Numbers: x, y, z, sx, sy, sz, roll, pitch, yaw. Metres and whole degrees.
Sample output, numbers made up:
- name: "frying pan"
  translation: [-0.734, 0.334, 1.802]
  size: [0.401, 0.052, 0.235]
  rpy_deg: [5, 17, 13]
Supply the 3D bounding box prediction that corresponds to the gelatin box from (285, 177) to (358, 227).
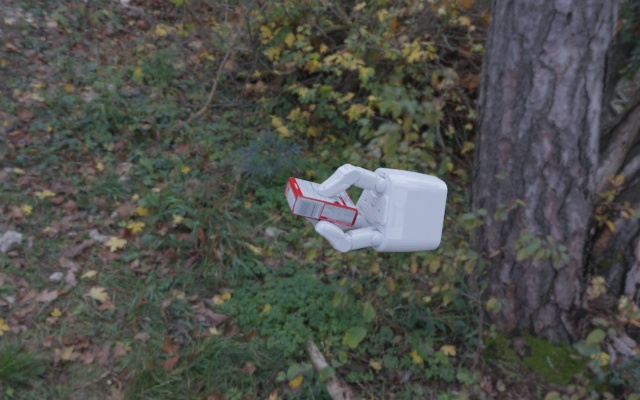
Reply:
- name: "gelatin box"
  translation: [0.000, 0.002, 0.656]
  size: [0.089, 0.030, 0.073]
  rpy_deg: [13, 19, -18]
